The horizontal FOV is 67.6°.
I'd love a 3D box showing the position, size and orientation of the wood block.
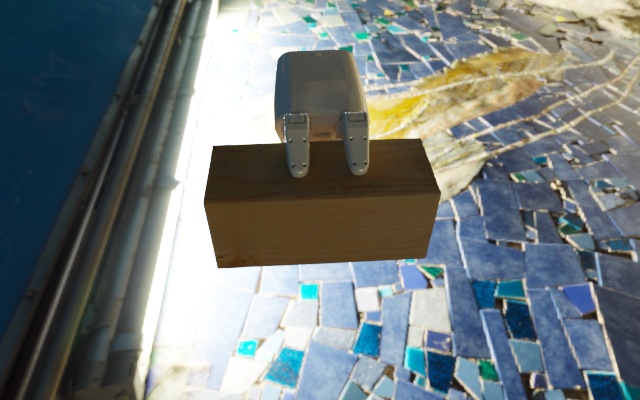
[{"bbox_3d":[0.000,0.001,0.470,0.206,0.091,0.090,-3,43,-3],"label":"wood block"}]
